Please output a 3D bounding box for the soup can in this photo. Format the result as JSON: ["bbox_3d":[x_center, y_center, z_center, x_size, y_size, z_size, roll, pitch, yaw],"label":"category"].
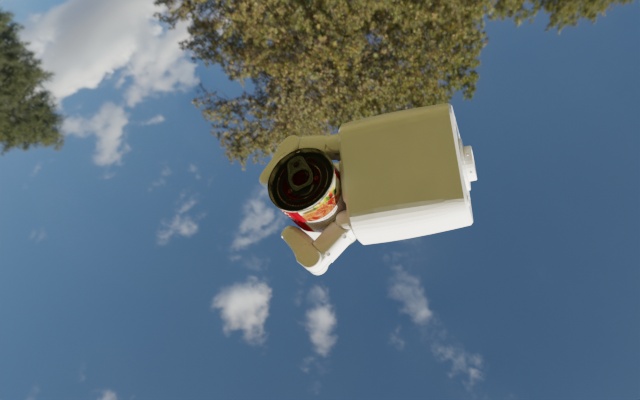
[{"bbox_3d":[0.000,0.002,0.483,0.068,0.068,0.102,0,-26,25],"label":"soup can"}]
